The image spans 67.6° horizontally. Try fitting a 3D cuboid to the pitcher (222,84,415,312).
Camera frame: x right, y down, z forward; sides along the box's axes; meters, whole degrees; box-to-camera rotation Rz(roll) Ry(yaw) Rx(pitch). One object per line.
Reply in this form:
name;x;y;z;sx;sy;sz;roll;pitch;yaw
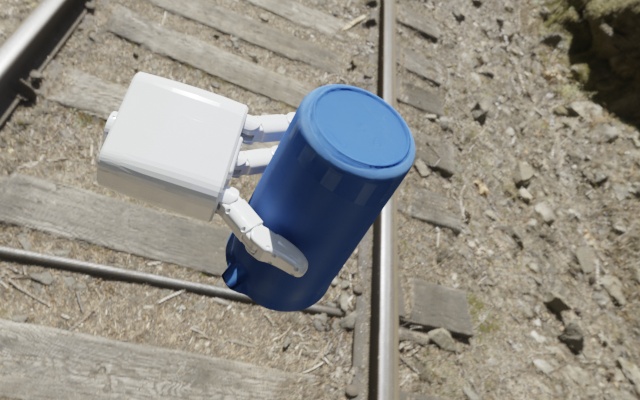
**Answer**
pitcher;0.000;0.002;0.490;0.145;0.149;0.243;19;-40;-11
